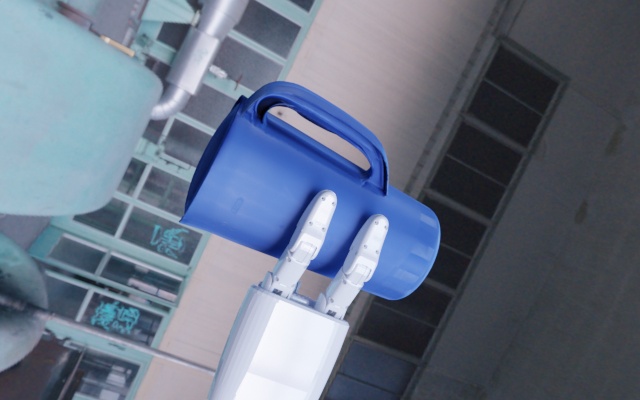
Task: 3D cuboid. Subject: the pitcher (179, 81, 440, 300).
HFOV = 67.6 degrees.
[{"bbox_3d":[0.000,0.002,0.472,0.243,0.145,0.149,26,-10,-17],"label":"pitcher"}]
